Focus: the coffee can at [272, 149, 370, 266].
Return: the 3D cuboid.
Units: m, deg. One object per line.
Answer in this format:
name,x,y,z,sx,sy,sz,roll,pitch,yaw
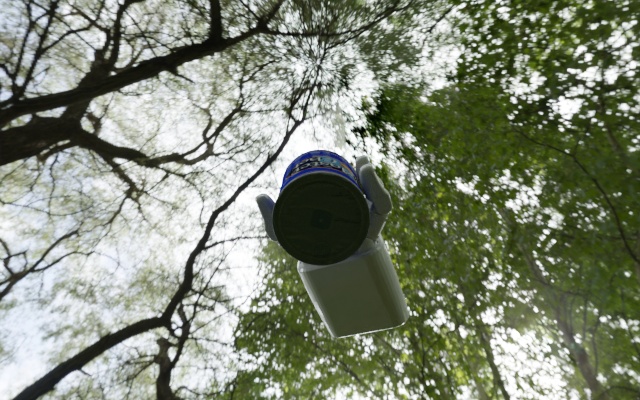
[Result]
coffee can,0.000,0.002,0.562,0.103,0.103,0.140,0,16,-1
